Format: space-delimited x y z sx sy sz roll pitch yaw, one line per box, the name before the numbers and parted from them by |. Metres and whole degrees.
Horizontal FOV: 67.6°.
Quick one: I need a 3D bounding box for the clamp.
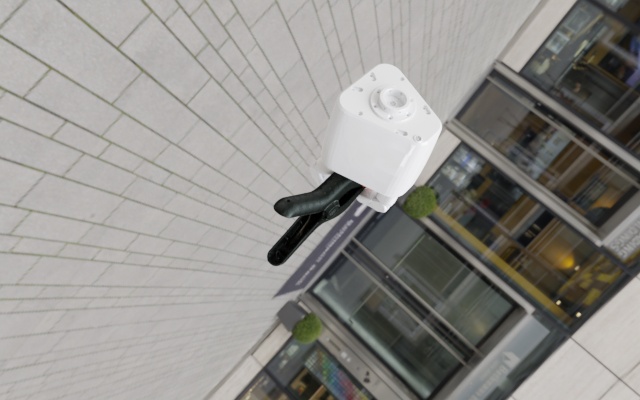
clamp | 0.001 0.002 0.586 0.171 0.039 0.120 -41 -16 -25
